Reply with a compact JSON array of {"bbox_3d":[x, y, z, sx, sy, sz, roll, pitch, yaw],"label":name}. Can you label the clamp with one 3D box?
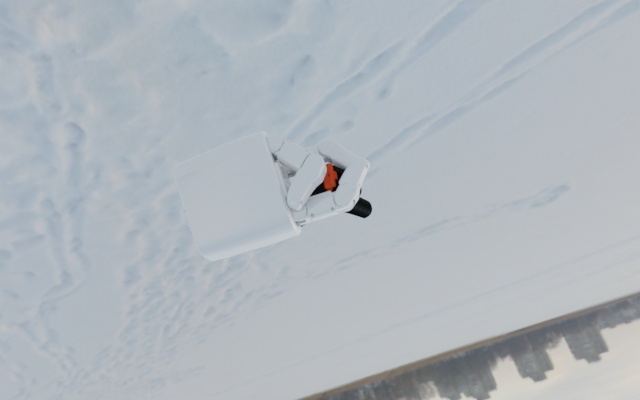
[{"bbox_3d":[0.000,0.002,0.590,0.120,0.039,0.171,-19,-21,4],"label":"clamp"}]
